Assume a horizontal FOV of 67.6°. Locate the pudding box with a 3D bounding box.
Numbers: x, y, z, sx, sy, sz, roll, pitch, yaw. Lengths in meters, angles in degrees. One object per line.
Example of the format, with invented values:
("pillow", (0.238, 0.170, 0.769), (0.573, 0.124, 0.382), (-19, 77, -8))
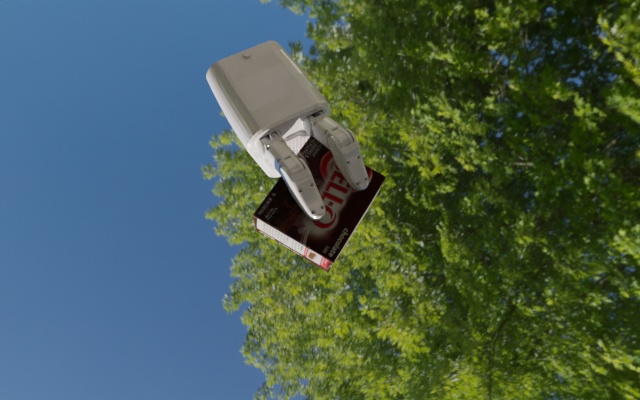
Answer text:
("pudding box", (0.000, 0.002, 0.480), (0.090, 0.113, 0.039), (29, -24, 9))
